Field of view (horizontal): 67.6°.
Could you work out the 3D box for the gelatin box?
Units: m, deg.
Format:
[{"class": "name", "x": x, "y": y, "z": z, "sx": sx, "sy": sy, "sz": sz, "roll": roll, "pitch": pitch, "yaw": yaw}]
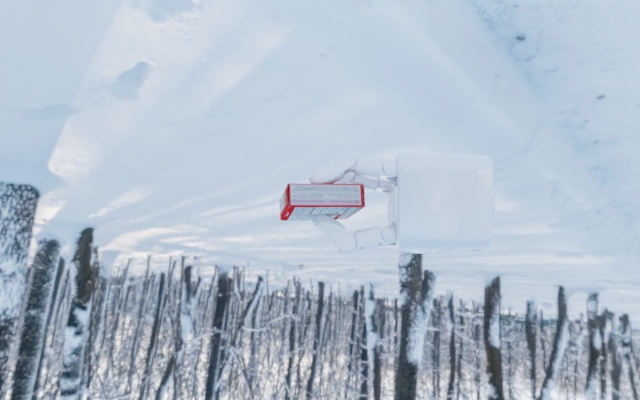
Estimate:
[{"class": "gelatin box", "x": 0.000, "y": 0.002, "z": 0.559, "sx": 0.089, "sy": 0.030, "sz": 0.073, "roll": -1, "pitch": -13, "yaw": -12}]
